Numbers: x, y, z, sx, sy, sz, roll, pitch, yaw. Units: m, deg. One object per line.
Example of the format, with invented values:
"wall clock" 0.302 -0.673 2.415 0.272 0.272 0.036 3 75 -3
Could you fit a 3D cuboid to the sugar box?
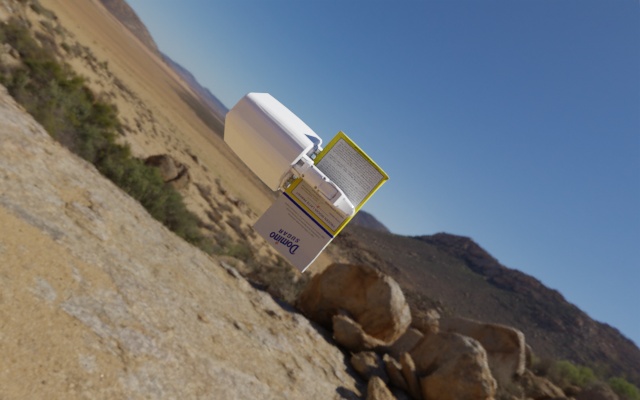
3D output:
"sugar box" 0.000 0.002 0.649 0.093 0.176 0.048 43 0 0
